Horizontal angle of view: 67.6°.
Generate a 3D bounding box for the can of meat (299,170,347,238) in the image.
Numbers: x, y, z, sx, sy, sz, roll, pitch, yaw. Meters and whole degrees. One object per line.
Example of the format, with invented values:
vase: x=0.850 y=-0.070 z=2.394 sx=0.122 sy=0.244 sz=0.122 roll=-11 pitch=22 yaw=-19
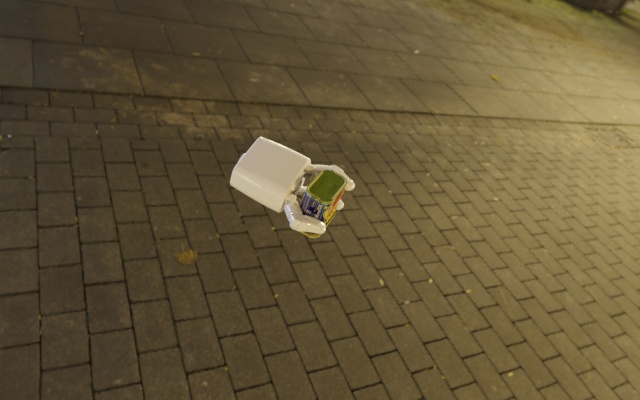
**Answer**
can of meat: x=0.000 y=0.003 z=0.853 sx=0.057 sy=0.084 sz=0.102 roll=29 pitch=38 yaw=9
